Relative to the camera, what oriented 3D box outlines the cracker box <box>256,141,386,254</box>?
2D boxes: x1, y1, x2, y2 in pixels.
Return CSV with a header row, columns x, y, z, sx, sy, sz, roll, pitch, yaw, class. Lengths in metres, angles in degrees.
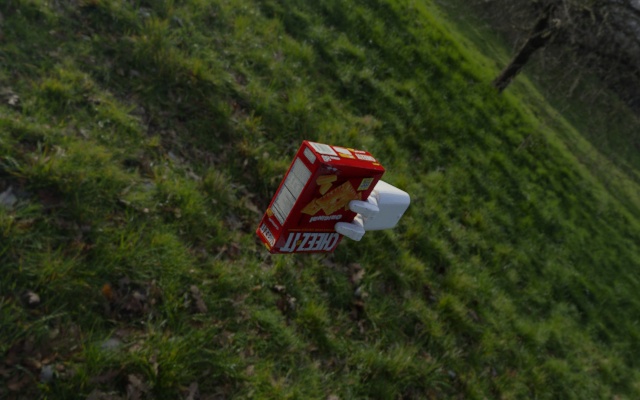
x,y,z,sx,sy,sz,roll,pitch,yaw,class
0.000,0.003,0.893,0.164,0.214,0.072,4,36,-42,cracker box
